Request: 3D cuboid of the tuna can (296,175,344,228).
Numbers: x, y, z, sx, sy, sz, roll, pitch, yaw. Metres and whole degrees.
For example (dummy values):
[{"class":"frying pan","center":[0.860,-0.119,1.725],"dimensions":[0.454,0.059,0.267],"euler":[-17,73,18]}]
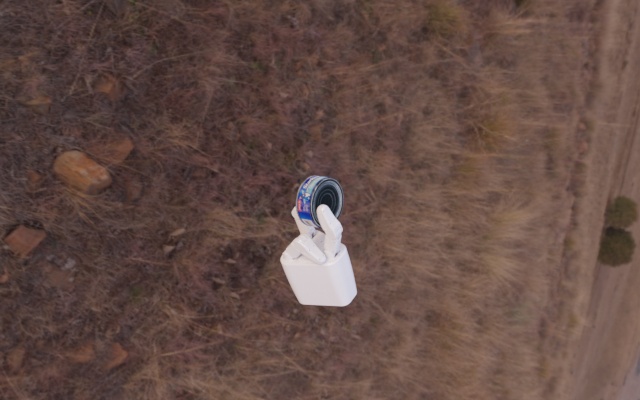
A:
[{"class":"tuna can","center":[0.001,0.003,0.789],"dimensions":[0.034,0.086,0.086],"euler":[9,6,40]}]
